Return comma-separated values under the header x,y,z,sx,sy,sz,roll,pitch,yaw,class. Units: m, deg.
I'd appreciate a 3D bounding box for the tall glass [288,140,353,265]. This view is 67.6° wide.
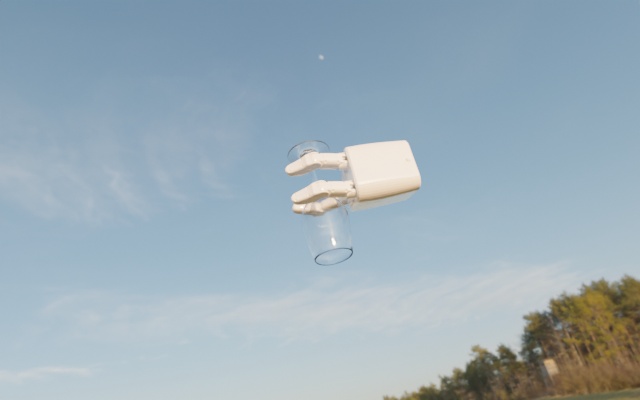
x,y,z,sx,sy,sz,roll,pitch,yaw,class
0.000,0.002,0.784,0.079,0.201,0.079,-10,-28,-6,tall glass
